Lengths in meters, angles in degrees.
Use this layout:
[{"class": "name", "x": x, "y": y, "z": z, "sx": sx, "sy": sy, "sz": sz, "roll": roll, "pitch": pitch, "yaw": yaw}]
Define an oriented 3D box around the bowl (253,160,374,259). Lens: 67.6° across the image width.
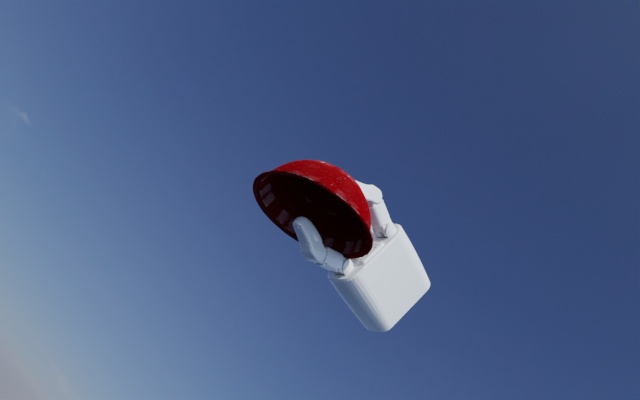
[{"class": "bowl", "x": 0.000, "y": 0.001, "z": 0.580, "sx": 0.162, "sy": 0.055, "sz": 0.162, "roll": 24, "pitch": -29, "yaw": 14}]
